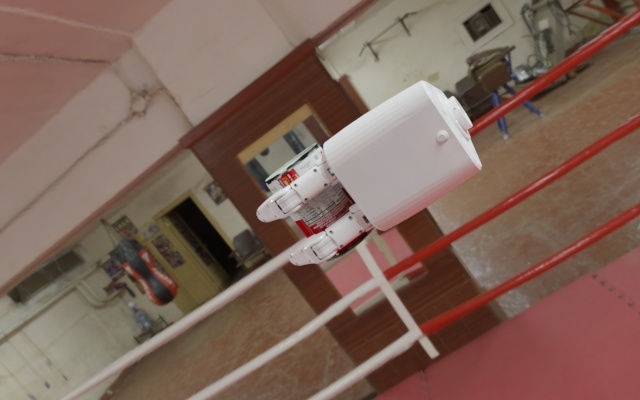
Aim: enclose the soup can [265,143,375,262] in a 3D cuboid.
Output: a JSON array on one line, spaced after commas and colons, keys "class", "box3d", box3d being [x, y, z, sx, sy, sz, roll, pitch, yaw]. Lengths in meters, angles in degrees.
[{"class": "soup can", "box3d": [0.000, 0.002, 0.487, 0.068, 0.102, 0.068, -36, 9, 6]}]
